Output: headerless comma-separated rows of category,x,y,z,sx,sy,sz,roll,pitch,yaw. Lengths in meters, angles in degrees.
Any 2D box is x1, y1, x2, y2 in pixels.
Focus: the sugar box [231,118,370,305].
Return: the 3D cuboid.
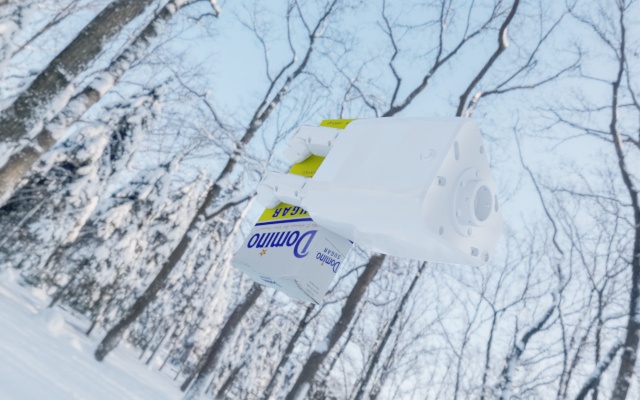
sugar box,0.000,0.001,0.444,0.093,0.176,0.048,7,-33,46
